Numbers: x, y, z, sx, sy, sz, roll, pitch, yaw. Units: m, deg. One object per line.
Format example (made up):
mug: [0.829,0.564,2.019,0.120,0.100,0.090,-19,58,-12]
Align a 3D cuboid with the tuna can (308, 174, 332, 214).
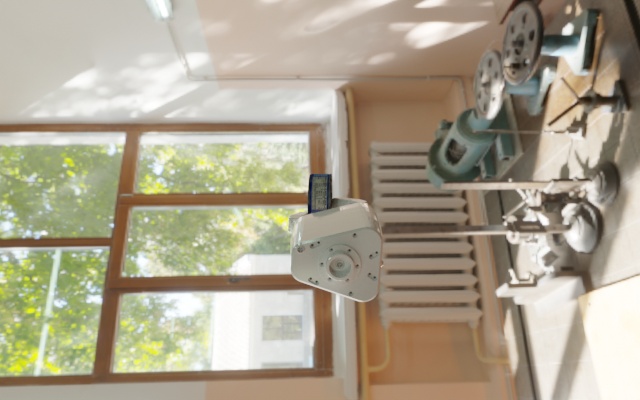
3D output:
tuna can: [0.000,0.002,0.717,0.034,0.086,0.086,1,0,3]
